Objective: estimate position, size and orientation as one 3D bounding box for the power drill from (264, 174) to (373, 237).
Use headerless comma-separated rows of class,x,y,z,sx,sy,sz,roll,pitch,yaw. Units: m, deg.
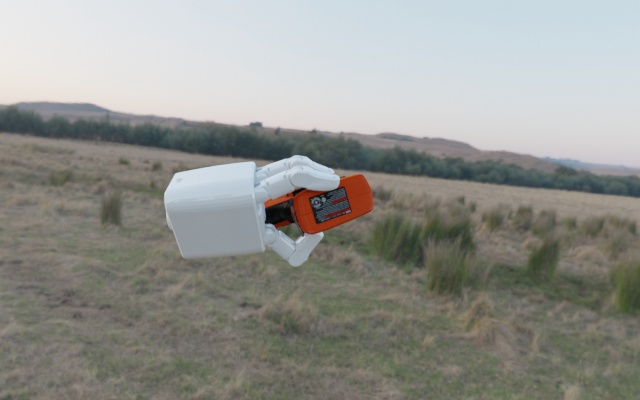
power drill,0.000,0.002,0.682,0.184,0.057,0.187,-21,5,-21
